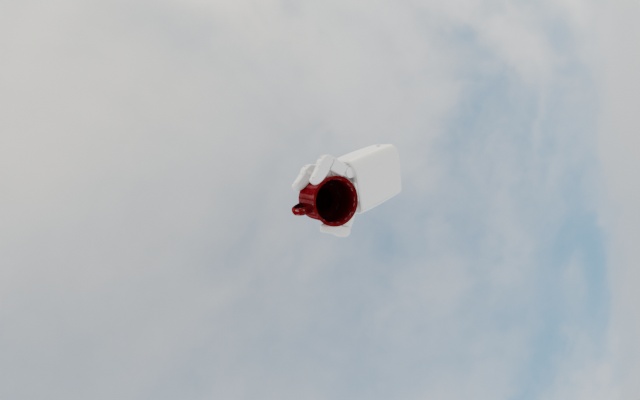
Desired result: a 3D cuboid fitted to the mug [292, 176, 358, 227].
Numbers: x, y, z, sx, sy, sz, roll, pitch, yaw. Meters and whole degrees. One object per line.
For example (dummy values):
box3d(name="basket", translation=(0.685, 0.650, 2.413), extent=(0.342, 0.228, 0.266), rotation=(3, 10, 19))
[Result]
box3d(name="mug", translation=(-0.001, 0.004, 0.893), extent=(0.117, 0.093, 0.081), rotation=(-24, 15, -24))
